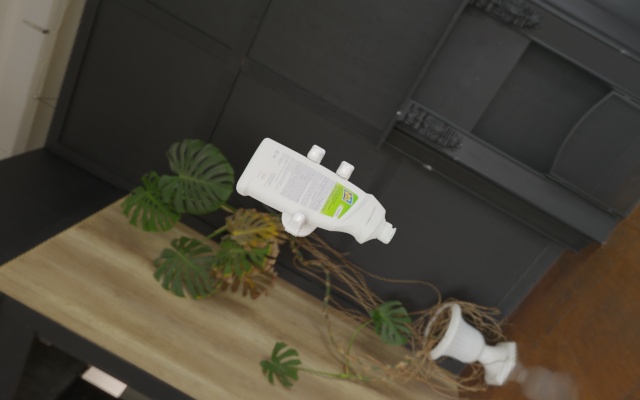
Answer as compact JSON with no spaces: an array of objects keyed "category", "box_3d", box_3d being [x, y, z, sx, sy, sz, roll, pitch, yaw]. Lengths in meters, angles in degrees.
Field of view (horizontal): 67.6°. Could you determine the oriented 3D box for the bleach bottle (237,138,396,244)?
[{"category":"bleach bottle","box_3d":[0.000,0.002,0.762,0.251,0.102,0.068,29,-8,0]}]
